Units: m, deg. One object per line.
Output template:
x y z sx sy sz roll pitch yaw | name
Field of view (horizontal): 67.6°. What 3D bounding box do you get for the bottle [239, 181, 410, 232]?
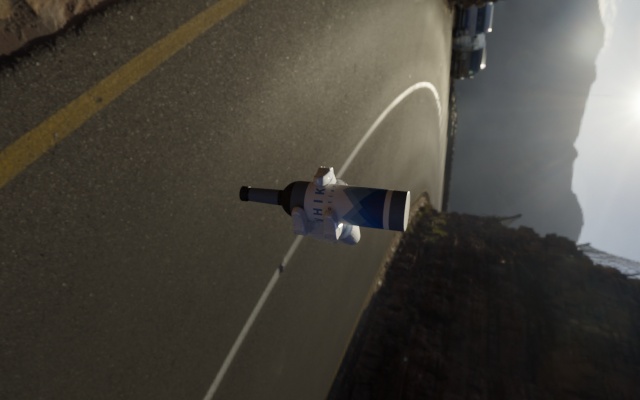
0.000 0.003 0.817 0.295 0.069 0.069 6 2 16 | bottle
